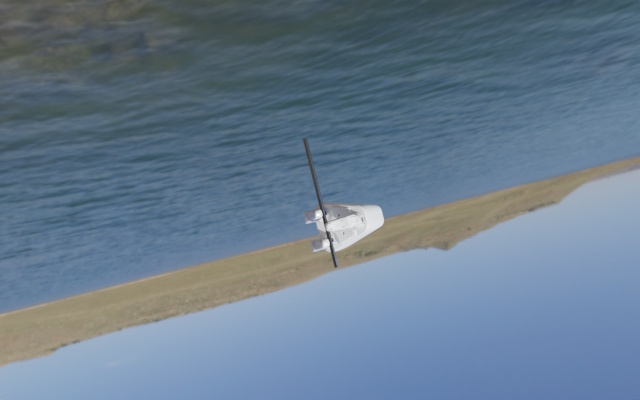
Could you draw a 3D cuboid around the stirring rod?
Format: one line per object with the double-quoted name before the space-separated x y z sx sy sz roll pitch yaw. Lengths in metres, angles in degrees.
"stirring rod" 0.000 0.003 0.862 0.011 0.239 0.011 -14 -4 -1
